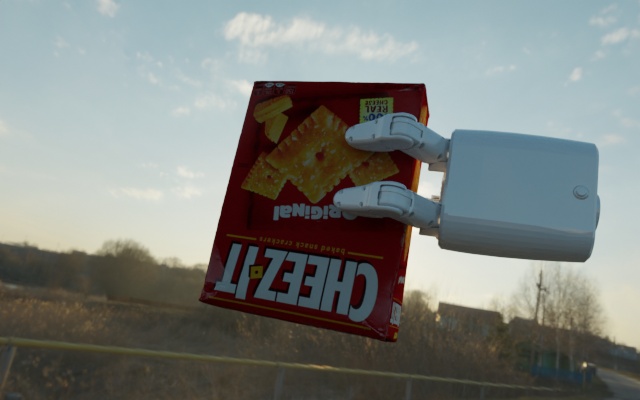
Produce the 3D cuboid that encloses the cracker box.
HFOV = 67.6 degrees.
[{"bbox_3d":[0.000,0.001,0.424,0.164,0.213,0.072,7,-15,18],"label":"cracker box"}]
